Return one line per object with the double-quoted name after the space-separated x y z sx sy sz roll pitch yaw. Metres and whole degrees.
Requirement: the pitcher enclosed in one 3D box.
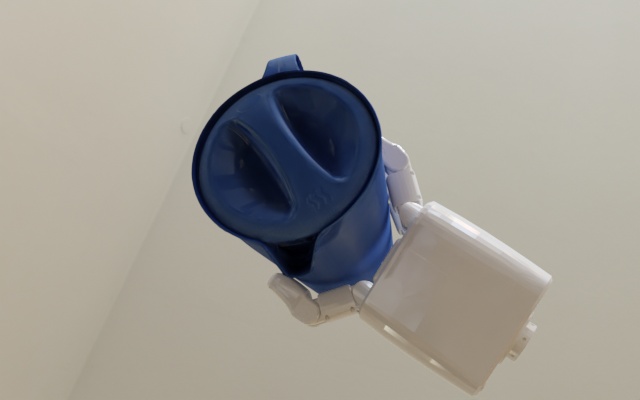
0.000 0.002 0.426 0.145 0.149 0.243 33 -12 24 "pitcher"
